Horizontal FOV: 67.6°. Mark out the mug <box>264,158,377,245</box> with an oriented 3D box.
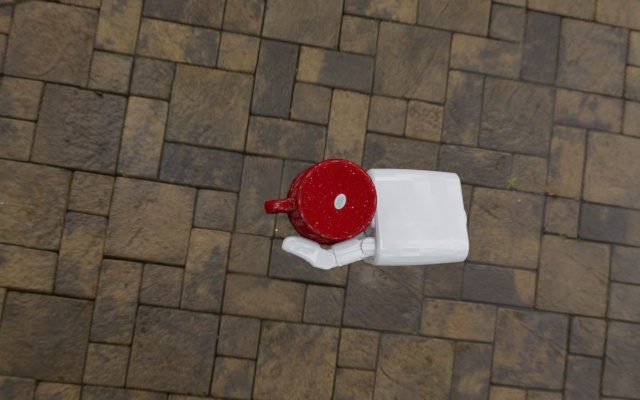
[{"bbox_3d":[-0.001,0.002,0.498,0.117,0.093,0.081,-2,-3,-7],"label":"mug"}]
